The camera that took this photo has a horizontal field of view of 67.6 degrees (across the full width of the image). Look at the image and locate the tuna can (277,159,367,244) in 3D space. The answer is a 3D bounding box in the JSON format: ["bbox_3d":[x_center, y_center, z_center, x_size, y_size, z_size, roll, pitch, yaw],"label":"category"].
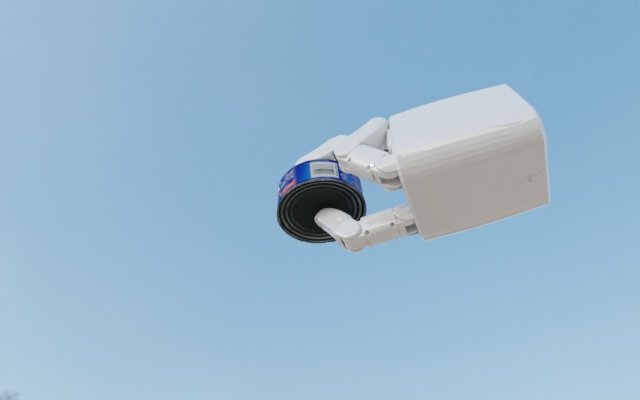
[{"bbox_3d":[0.000,0.001,0.464,0.086,0.086,0.033,0,44,-6],"label":"tuna can"}]
